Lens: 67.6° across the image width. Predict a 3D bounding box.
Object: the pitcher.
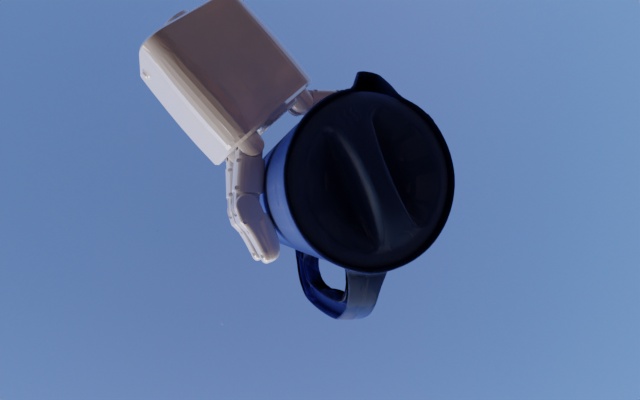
[{"bbox_3d":[0.000,0.001,0.443,0.149,0.145,0.243,-45,11,-16],"label":"pitcher"}]
